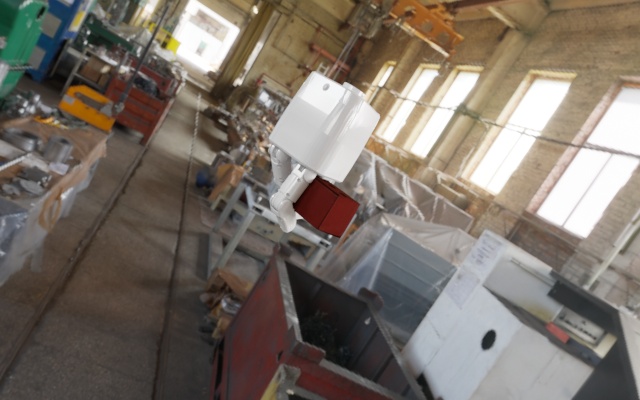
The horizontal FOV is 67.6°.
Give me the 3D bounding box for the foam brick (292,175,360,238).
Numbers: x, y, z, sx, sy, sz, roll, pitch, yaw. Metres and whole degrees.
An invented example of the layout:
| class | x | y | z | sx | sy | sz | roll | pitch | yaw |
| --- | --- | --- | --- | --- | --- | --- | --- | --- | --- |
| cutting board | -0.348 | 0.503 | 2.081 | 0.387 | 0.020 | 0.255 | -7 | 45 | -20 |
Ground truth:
| class | x | y | z | sx | sy | sz | roll | pitch | yaw |
| --- | --- | --- | --- | --- | --- | --- | --- | --- | --- |
| foam brick | 0.000 | 0.002 | 0.606 | 0.078 | 0.051 | 0.053 | 38 | 9 | 36 |
